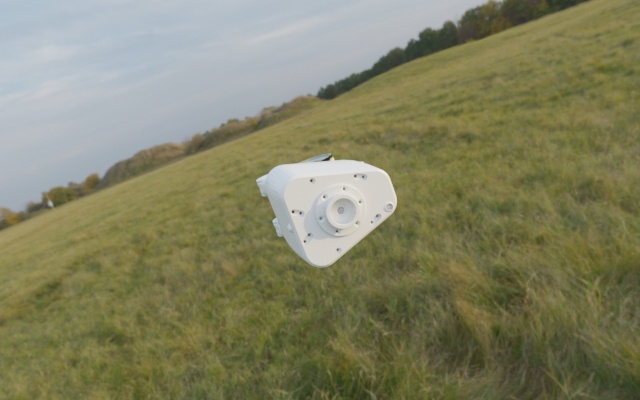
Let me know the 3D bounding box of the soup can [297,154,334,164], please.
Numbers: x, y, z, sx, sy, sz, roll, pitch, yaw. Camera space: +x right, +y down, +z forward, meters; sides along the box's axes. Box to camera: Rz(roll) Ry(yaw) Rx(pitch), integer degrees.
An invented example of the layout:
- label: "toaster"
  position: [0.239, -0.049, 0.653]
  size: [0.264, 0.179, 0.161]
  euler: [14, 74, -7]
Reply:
- label: "soup can"
  position: [0.000, 0.002, 0.582]
  size: [0.068, 0.102, 0.068]
  euler: [-20, 11, 4]
